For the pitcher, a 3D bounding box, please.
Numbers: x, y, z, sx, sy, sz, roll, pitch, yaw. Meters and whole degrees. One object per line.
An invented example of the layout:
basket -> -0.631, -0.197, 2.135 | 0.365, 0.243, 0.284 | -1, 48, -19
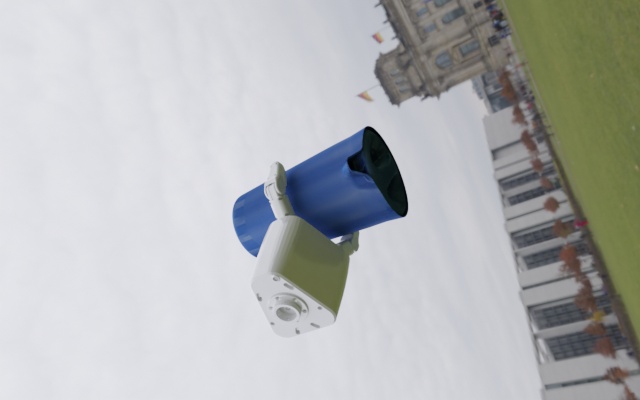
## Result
pitcher -> 0.000, 0.002, 0.702 | 0.243, 0.149, 0.145 | -23, 29, 25
